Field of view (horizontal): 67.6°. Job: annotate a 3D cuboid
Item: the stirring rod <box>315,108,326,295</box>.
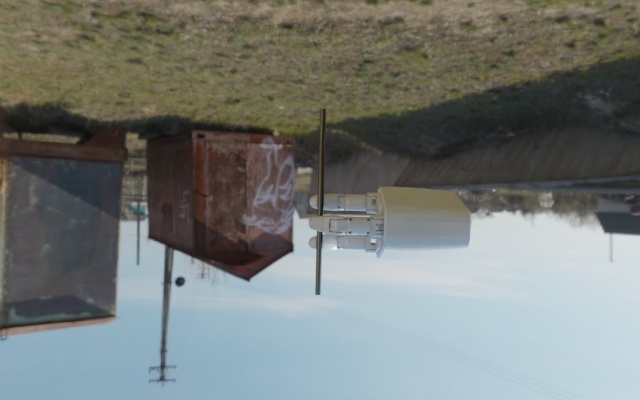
[{"bbox_3d":[0.000,0.002,0.618,0.011,0.239,0.011,2,1,0],"label":"stirring rod"}]
